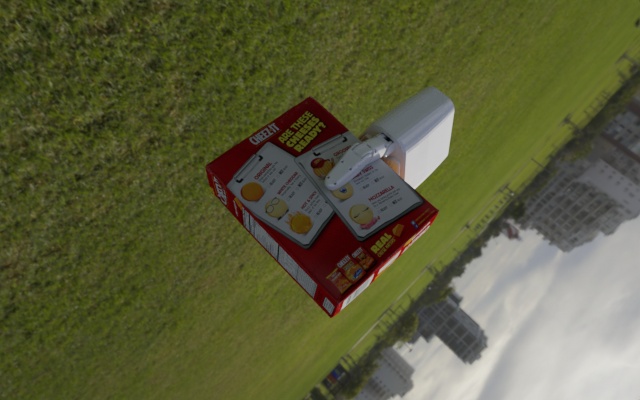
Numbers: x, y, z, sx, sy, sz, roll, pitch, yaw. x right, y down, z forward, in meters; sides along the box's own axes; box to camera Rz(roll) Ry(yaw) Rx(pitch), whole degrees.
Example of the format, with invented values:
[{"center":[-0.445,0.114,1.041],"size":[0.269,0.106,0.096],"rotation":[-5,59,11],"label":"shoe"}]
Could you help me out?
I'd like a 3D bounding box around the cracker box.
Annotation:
[{"center":[0.000,0.002,0.555],"size":[0.164,0.213,0.072],"rotation":[-38,-18,-24],"label":"cracker box"}]
